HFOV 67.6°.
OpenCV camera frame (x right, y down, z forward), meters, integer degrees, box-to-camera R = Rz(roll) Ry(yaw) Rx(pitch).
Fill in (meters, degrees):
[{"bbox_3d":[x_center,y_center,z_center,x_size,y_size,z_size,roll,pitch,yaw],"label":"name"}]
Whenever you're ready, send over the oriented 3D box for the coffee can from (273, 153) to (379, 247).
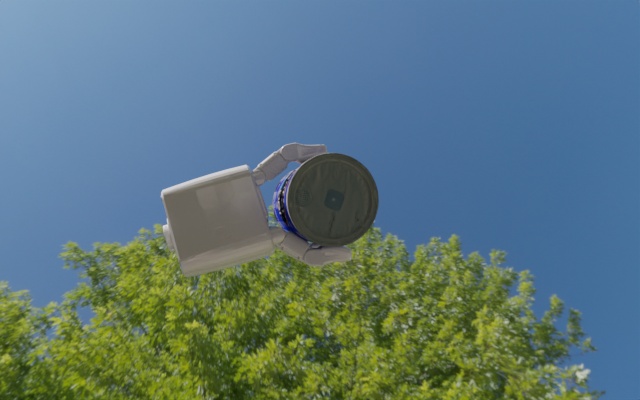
[{"bbox_3d":[0.000,0.002,0.584,0.103,0.103,0.140,0,-2,-12],"label":"coffee can"}]
